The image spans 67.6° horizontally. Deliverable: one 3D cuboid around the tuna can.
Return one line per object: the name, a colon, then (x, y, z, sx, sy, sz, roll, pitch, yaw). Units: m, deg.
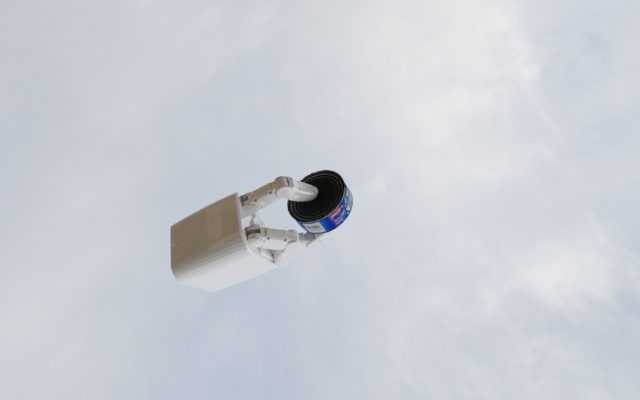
tuna can: (0.000, 0.002, 0.645, 0.086, 0.086, 0.034, 0, -35, 32)
